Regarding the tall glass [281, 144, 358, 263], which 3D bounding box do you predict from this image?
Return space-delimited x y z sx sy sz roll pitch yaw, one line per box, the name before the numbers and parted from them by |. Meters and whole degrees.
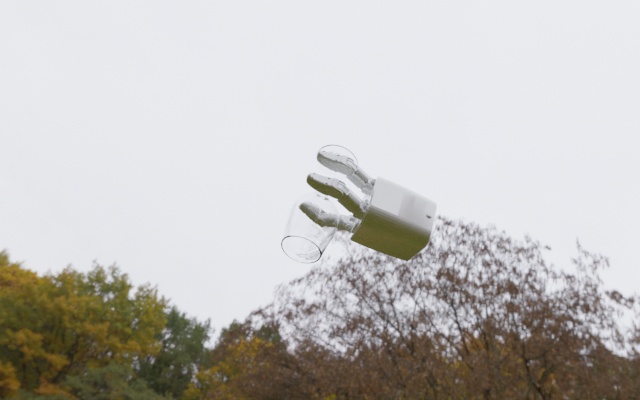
tall glass | 0.000 0.002 0.751 0.079 0.079 0.201 0 44 24
